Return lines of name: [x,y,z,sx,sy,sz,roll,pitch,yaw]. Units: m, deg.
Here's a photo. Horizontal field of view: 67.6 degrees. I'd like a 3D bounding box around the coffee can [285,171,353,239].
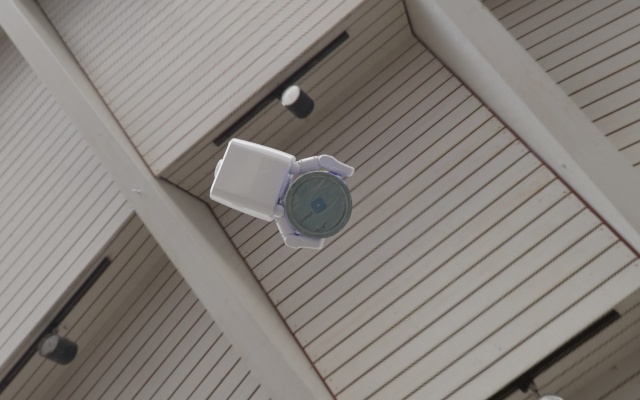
coffee can: [0.000,0.003,0.786,0.103,0.103,0.140,0,4,3]
